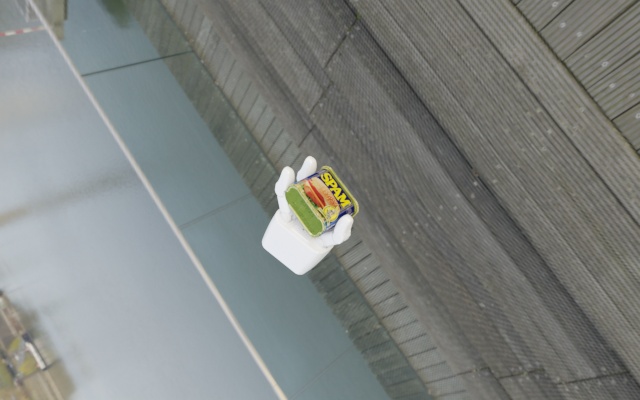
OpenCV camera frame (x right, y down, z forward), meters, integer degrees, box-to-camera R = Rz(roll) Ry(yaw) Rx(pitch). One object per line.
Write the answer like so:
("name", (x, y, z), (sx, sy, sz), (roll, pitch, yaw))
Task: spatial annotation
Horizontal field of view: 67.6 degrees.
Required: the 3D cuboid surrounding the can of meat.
("can of meat", (0.000, 0.003, 0.812), (0.084, 0.102, 0.057), (-29, -13, -36))
